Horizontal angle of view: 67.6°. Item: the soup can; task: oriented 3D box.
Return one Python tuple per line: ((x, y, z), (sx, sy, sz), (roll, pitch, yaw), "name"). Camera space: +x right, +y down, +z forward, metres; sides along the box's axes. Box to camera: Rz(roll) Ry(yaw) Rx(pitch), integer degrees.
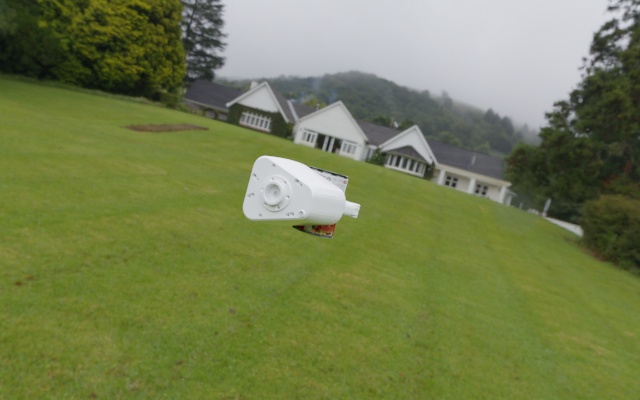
((0.001, 0.002, 0.768), (0.068, 0.102, 0.068), (15, 3, -1), "soup can")
